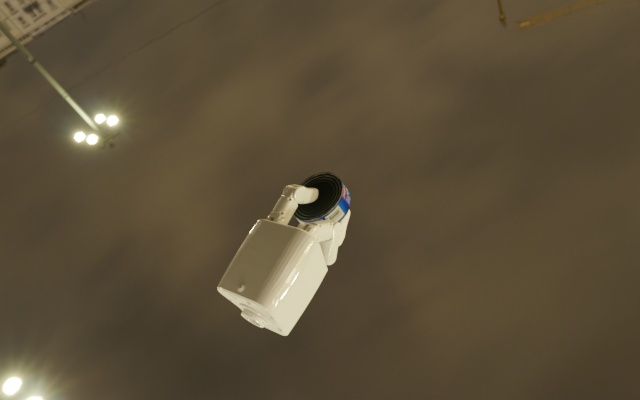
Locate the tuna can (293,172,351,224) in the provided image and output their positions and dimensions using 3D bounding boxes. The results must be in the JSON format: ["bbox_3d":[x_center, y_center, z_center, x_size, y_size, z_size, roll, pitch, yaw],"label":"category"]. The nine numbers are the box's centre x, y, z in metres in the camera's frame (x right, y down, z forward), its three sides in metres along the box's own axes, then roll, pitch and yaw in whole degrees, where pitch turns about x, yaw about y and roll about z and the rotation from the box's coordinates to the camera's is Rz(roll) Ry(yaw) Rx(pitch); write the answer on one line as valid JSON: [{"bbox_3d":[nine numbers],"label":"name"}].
[{"bbox_3d":[0.000,0.003,0.695,0.086,0.086,0.034,0,-35,34],"label":"tuna can"}]
